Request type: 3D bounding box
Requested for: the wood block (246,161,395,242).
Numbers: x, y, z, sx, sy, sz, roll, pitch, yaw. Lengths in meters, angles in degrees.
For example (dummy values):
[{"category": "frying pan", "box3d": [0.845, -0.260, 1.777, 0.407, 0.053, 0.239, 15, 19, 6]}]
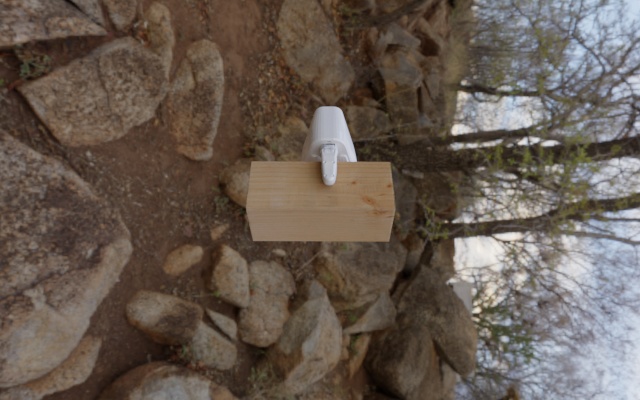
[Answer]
[{"category": "wood block", "box3d": [0.000, 0.002, 0.712, 0.206, 0.090, 0.091, 0, -37, 1]}]
